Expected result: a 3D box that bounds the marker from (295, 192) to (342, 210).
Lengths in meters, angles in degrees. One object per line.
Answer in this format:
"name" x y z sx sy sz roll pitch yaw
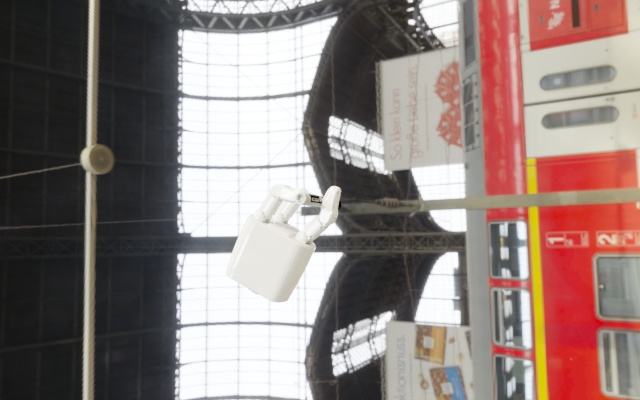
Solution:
"marker" 0.000 0.002 0.745 0.020 0.020 0.121 0 -5 29
